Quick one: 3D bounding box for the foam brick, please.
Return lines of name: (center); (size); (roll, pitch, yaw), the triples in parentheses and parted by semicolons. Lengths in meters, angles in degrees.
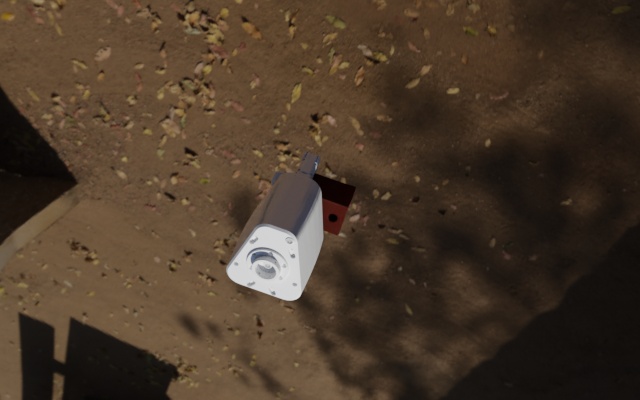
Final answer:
foam brick: (0.000, 0.002, 0.640); (0.078, 0.053, 0.051); (19, 36, 1)
